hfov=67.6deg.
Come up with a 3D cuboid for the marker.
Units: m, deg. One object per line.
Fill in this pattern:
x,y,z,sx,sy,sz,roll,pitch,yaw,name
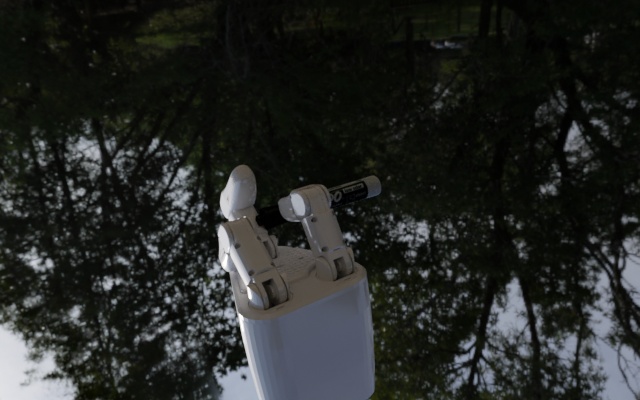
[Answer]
0.000,0.001,0.416,0.121,0.020,0.020,-17,8,-28,marker
